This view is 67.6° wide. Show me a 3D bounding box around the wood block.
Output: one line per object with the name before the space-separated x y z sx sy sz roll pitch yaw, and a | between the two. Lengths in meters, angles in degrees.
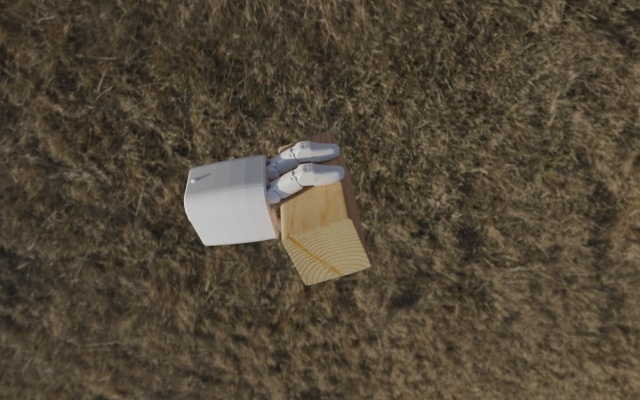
wood block | 0.000 0.003 0.661 0.090 0.091 0.206 -18 38 8
